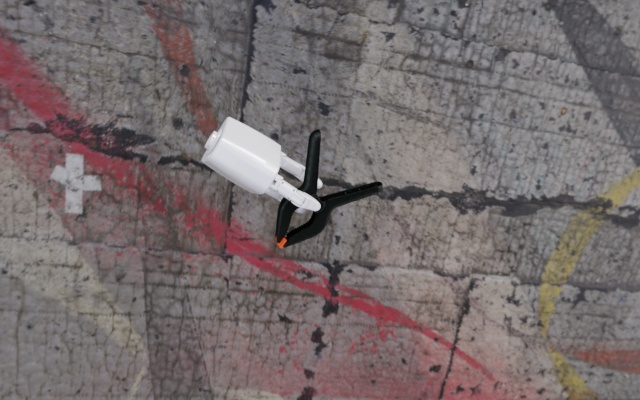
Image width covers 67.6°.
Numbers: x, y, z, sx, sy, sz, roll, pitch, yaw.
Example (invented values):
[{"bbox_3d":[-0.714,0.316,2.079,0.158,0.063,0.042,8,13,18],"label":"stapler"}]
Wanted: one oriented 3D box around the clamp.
[{"bbox_3d":[0.000,0.003,0.841,0.164,0.210,0.036,31,9,-20],"label":"clamp"}]
